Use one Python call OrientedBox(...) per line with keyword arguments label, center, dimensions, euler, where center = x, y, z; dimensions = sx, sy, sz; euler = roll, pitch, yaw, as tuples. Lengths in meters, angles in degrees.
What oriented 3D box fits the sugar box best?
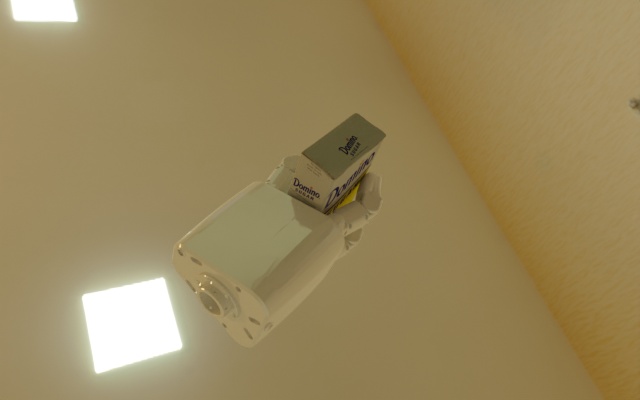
OrientedBox(label="sugar box", center=(0.000, 0.002, 0.499), dimensions=(0.093, 0.048, 0.176), euler=(-41, -14, -40))
